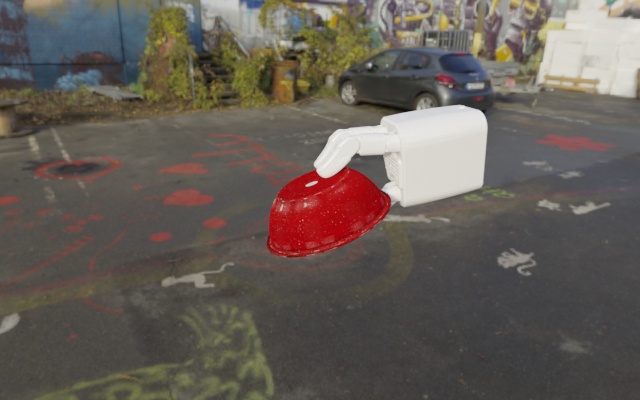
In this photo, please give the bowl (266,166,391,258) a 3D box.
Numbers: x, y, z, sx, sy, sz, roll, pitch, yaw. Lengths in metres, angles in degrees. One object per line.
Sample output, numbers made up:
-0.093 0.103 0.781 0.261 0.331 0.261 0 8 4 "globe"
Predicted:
-0.001 0.002 0.573 0.162 0.055 0.162 -20 20 8 "bowl"
